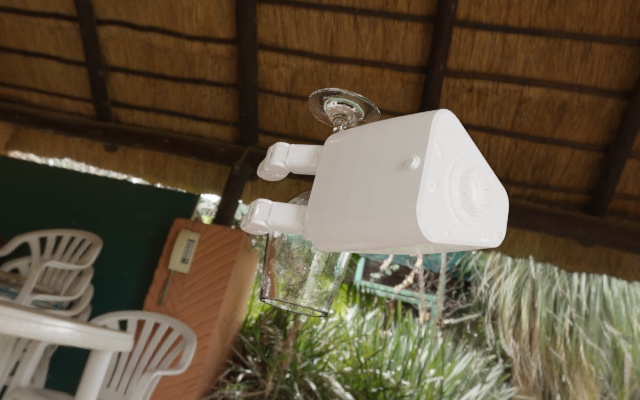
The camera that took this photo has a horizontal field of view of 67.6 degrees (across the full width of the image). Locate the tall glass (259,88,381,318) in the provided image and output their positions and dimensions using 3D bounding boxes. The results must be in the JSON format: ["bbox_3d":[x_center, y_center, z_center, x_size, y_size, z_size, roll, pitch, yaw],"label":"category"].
[{"bbox_3d":[0.000,0.001,0.441,0.079,0.201,0.079,13,-19,5],"label":"tall glass"}]
